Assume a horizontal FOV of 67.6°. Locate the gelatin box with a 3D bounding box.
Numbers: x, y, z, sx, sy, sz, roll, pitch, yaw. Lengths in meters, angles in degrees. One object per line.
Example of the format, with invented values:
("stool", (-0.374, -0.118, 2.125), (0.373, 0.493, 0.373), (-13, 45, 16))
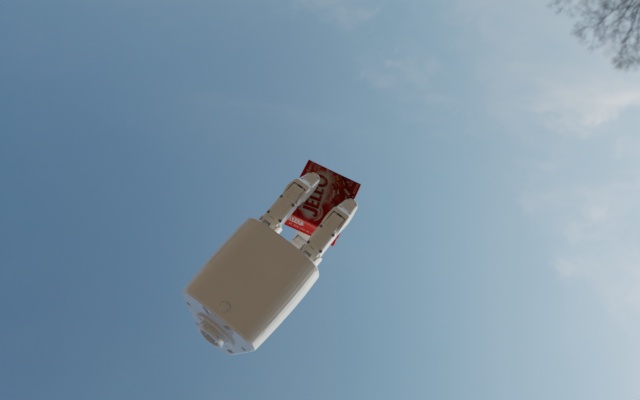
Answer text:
("gelatin box", (0.000, 0.002, 0.577), (0.073, 0.089, 0.030), (25, -38, 1))
